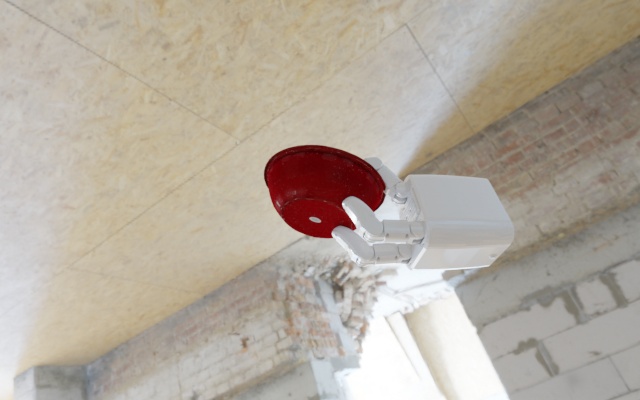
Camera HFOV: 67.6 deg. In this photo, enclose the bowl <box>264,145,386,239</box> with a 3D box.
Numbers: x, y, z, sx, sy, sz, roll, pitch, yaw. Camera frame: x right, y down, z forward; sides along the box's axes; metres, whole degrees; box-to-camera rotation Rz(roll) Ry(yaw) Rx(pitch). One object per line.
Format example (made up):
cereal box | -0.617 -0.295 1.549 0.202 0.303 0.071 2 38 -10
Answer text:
bowl | -0.001 0.002 0.607 0.162 0.055 0.162 9 -33 6
